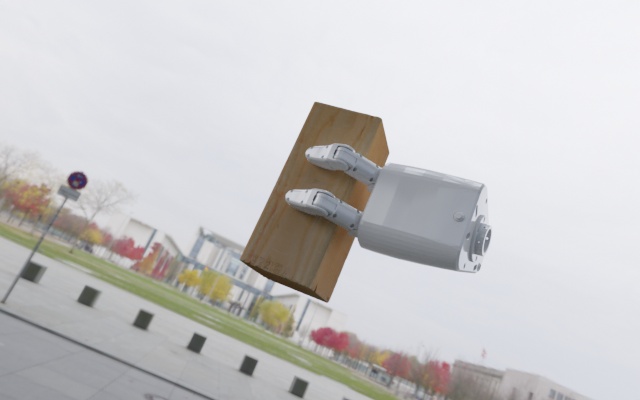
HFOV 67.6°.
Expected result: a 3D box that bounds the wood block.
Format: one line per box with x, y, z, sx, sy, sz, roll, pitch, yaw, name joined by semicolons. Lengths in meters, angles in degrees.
0.001;0.002;0.562;0.090;0.206;0.091;18;-17;21;wood block
